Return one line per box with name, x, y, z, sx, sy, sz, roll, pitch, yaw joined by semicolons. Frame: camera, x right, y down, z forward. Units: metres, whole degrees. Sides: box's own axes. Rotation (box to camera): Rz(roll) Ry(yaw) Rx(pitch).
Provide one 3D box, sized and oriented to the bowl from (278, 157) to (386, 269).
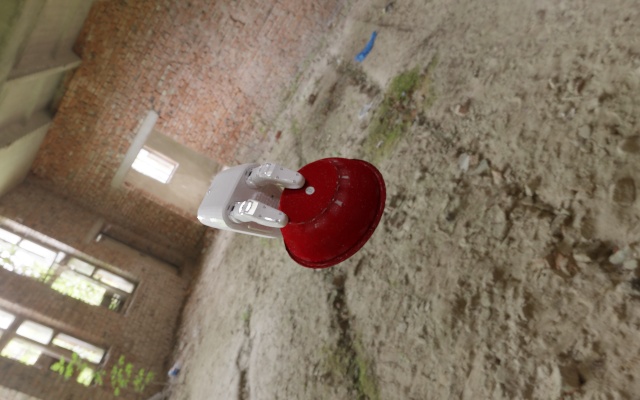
bowl;0.001;0.002;0.604;0.162;0.162;0.055;0;-29;41
